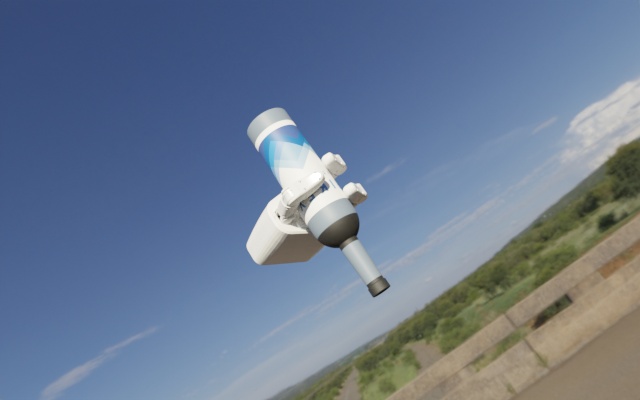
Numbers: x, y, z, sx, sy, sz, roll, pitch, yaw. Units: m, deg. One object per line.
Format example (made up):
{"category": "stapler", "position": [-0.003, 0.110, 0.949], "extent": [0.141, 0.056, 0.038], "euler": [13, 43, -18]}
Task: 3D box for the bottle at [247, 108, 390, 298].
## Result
{"category": "bottle", "position": [0.000, 0.002, 0.658], "extent": [0.069, 0.295, 0.069], "euler": [-31, -18, -11]}
